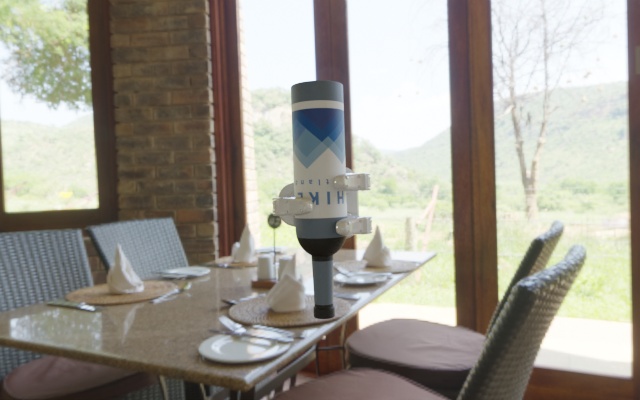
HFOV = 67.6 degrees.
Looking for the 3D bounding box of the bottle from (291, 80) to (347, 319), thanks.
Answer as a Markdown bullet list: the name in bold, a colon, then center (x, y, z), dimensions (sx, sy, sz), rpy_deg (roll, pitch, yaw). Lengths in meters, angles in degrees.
- **bottle**: center (0.000, 0.002, 0.609), dimensions (0.069, 0.295, 0.069), rpy_deg (-2, 1, 0)
